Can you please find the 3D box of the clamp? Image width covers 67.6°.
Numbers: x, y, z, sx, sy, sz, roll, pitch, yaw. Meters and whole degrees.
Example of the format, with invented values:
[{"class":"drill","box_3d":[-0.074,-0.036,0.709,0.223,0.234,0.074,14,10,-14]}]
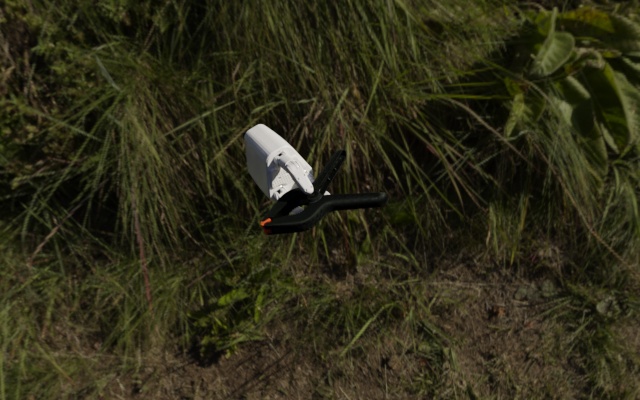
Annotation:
[{"class":"clamp","box_3d":[-0.001,0.002,0.809,0.210,0.036,0.164,-33,43,-13]}]
